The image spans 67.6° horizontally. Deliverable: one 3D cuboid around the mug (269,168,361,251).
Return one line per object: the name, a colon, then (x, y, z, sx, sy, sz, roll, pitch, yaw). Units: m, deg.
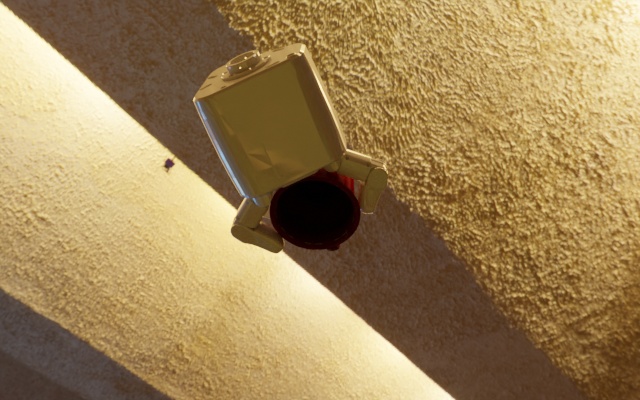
mug: (0.001, 0.003, 0.524, 0.093, 0.117, 0.081, -16, 32, 13)
